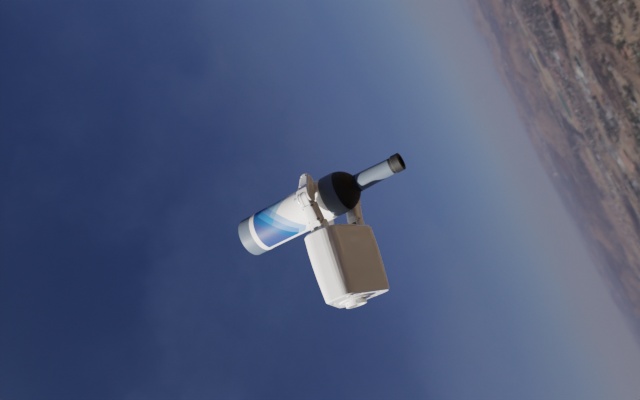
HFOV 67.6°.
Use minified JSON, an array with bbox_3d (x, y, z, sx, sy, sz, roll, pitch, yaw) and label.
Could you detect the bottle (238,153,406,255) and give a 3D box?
[{"bbox_3d":[0.000,0.003,0.766,0.296,0.069,0.069,-27,-12,24],"label":"bottle"}]
